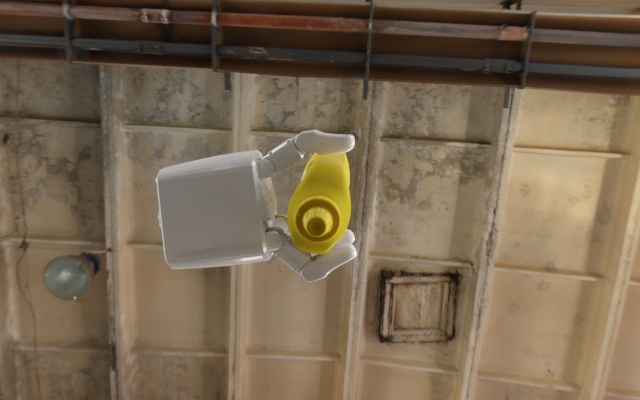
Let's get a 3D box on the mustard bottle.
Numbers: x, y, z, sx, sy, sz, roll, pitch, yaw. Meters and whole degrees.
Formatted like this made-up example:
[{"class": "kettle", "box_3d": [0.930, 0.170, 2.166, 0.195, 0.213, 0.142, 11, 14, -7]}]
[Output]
[{"class": "mustard bottle", "box_3d": [0.000, 0.002, 0.491, 0.058, 0.096, 0.191, 15, 12, -1]}]
